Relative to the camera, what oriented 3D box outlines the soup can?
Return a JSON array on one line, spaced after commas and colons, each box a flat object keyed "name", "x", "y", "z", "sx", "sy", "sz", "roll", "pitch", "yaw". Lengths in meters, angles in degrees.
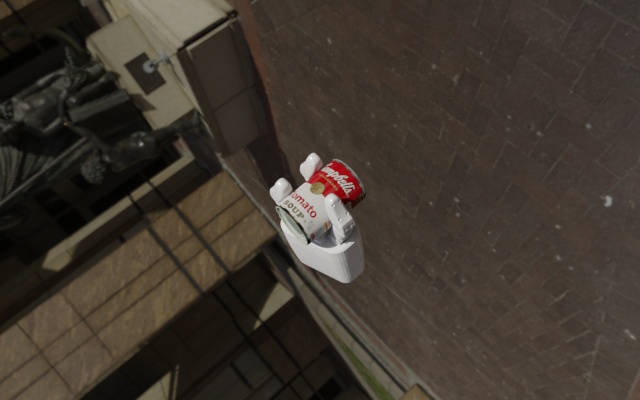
[{"name": "soup can", "x": 0.000, "y": 0.002, "z": 0.630, "sx": 0.102, "sy": 0.068, "sz": 0.068, "roll": -39, "pitch": 12, "yaw": -15}]
